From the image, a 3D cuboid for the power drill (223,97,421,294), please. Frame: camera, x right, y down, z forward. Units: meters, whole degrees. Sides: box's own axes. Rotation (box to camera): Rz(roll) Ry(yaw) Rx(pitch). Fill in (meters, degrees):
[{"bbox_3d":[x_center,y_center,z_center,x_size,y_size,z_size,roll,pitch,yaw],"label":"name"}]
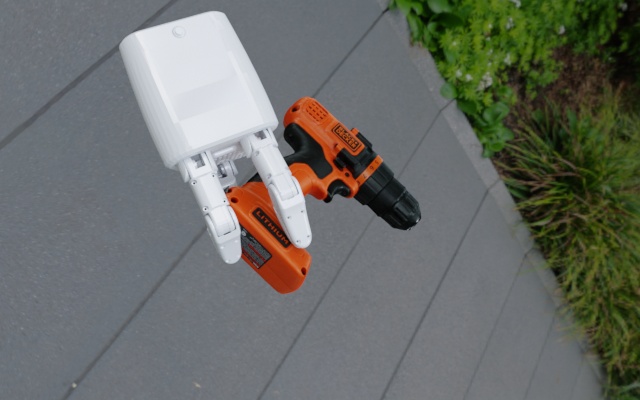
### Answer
[{"bbox_3d":[0.000,0.002,0.471,0.187,0.184,0.057,-47,-1,-41],"label":"power drill"}]
